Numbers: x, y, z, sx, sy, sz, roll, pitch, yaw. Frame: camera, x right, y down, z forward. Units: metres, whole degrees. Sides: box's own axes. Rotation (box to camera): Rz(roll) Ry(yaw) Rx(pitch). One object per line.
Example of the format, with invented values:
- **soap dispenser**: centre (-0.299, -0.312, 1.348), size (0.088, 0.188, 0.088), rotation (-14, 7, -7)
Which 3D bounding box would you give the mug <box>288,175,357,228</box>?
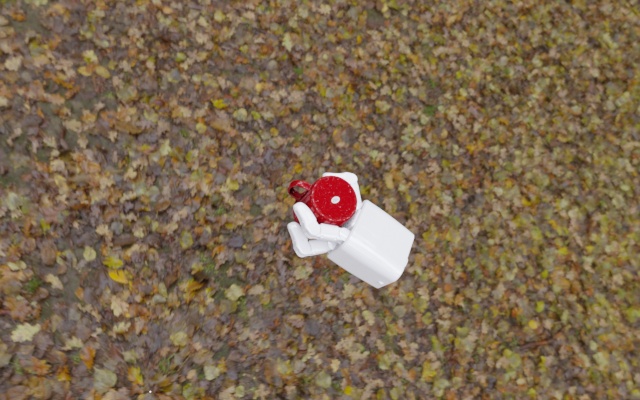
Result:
- **mug**: centre (-0.001, 0.002, 0.789), size (0.117, 0.093, 0.081), rotation (34, -28, -6)
